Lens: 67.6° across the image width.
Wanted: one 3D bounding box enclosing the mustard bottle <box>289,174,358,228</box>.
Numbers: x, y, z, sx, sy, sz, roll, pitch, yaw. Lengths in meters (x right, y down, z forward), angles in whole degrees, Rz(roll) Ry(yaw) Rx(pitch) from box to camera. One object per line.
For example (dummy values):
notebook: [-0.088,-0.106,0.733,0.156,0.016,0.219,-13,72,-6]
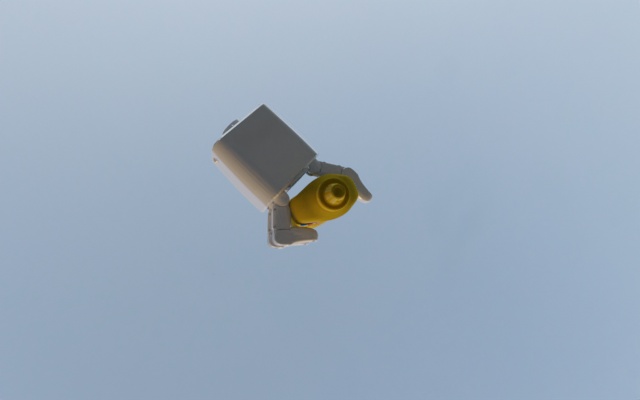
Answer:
mustard bottle: [0.000,0.002,0.654,0.096,0.058,0.191,-21,-3,-15]
